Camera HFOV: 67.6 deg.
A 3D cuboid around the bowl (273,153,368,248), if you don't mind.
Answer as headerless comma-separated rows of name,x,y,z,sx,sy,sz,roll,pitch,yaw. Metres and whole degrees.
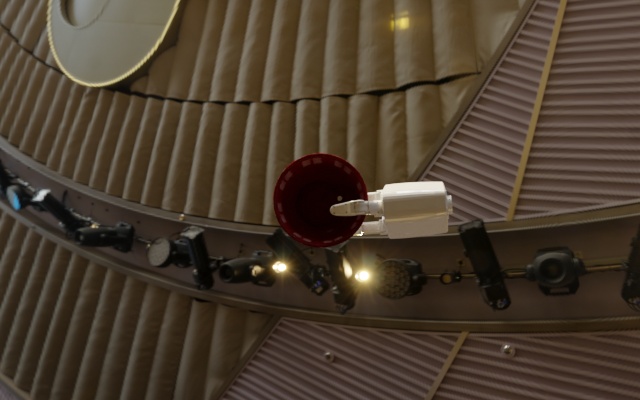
bowl,-0.001,0.003,0.830,0.162,0.162,0.055,0,-8,-1
